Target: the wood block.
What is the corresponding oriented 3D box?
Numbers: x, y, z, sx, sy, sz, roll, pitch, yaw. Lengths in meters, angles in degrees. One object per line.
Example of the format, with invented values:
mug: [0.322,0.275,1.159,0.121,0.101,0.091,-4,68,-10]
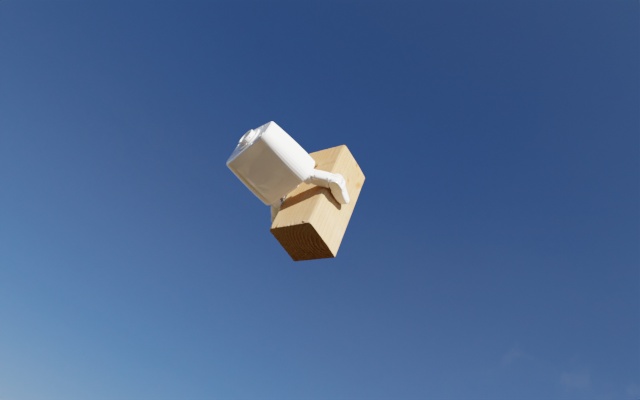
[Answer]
wood block: [0.000,0.002,0.878,0.091,0.090,0.206,-11,38,34]
